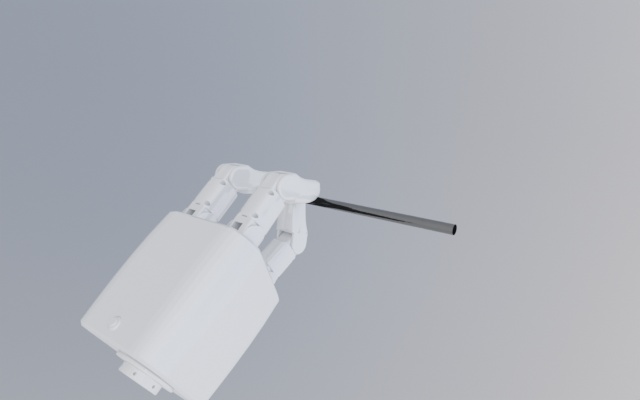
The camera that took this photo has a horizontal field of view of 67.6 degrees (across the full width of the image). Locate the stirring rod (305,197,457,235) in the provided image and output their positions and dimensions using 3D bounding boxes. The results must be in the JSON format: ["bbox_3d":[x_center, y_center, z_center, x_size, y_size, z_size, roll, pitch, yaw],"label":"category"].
[{"bbox_3d":[0.000,0.001,0.409,0.239,0.011,0.011,12,7,36],"label":"stirring rod"}]
